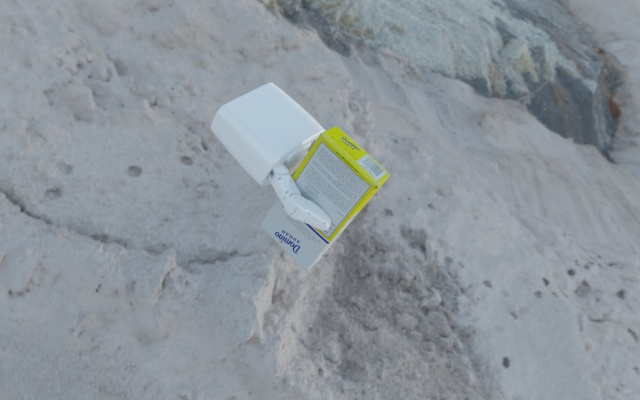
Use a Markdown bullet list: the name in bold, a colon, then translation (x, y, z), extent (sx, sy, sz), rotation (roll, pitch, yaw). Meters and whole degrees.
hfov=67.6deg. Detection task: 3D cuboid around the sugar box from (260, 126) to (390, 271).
- **sugar box**: translation (0.000, 0.002, 0.614), extent (0.048, 0.093, 0.176), rotation (-35, -14, -50)
